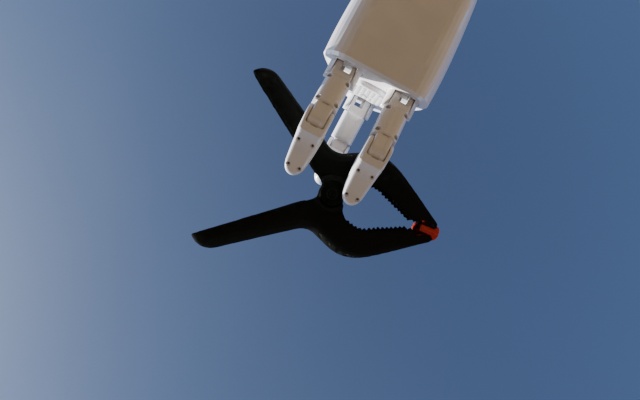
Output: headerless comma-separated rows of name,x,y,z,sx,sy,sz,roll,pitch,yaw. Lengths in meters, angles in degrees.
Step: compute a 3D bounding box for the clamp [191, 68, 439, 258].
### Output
clamp,0.001,0.001,0.425,0.210,0.164,0.036,28,1,-4
